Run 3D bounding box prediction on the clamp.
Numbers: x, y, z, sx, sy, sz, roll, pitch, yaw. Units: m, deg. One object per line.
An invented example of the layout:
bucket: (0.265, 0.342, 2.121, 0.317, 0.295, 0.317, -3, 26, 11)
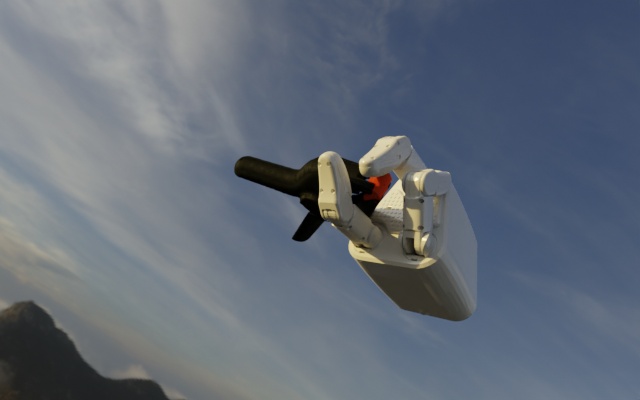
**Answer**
clamp: (0.000, 0.001, 0.477, 0.171, 0.039, 0.120, 4, -36, 41)
